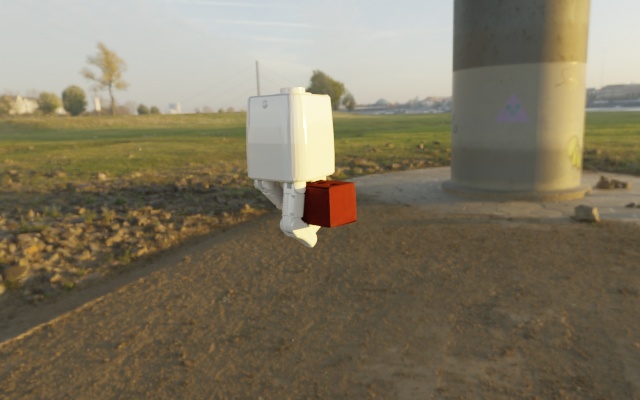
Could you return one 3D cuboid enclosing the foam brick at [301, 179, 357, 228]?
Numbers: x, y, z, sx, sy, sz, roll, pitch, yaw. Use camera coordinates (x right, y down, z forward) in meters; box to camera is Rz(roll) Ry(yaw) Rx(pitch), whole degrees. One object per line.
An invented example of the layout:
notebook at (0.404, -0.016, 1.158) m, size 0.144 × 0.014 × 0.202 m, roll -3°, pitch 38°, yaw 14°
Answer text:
foam brick at (0.000, 0.002, 0.613) m, size 0.078 × 0.051 × 0.053 m, roll 7°, pitch 12°, yaw 41°
